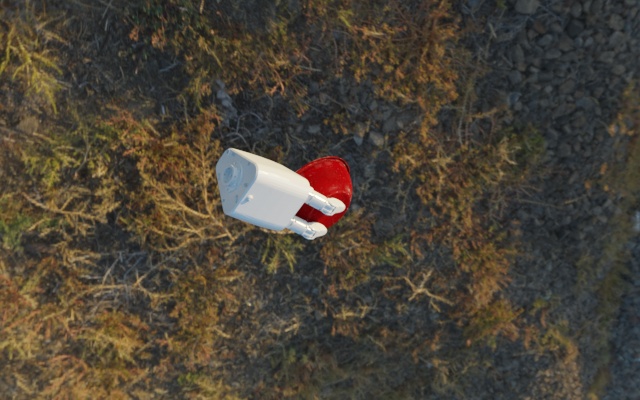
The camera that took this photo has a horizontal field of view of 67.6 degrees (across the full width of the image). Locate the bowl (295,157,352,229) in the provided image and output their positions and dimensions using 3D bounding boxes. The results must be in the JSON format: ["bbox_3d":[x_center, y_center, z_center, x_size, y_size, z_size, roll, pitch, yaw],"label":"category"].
[{"bbox_3d":[0.001,0.003,0.843,0.162,0.162,0.055,0,40,-46],"label":"bowl"}]
